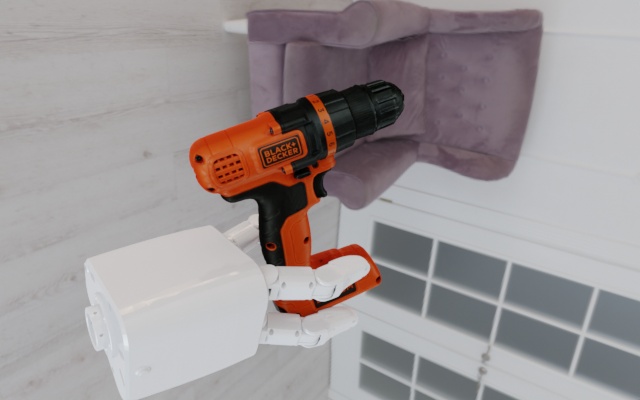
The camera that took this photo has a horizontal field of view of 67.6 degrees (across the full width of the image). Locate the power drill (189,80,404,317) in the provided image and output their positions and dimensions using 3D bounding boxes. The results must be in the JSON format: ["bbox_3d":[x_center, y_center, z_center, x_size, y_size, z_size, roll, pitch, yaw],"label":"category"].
[{"bbox_3d":[0.000,0.002,0.421,0.184,0.188,0.057,-21,27,-11],"label":"power drill"}]
